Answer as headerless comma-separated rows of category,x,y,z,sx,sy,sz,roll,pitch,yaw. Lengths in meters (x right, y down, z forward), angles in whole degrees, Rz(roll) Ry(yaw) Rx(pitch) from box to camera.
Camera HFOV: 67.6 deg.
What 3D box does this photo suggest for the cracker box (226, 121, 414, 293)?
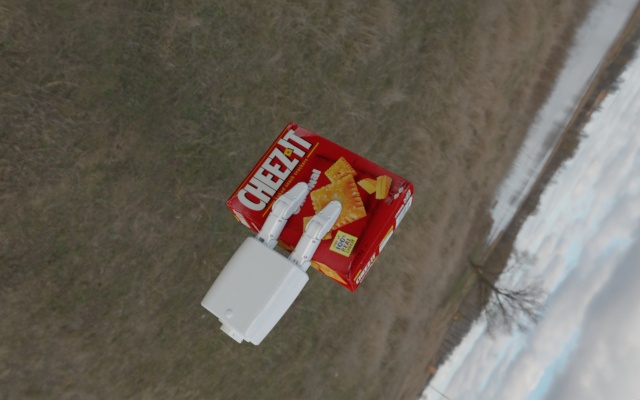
cracker box,0.000,0.002,0.680,0.213,0.164,0.072,30,-18,20
